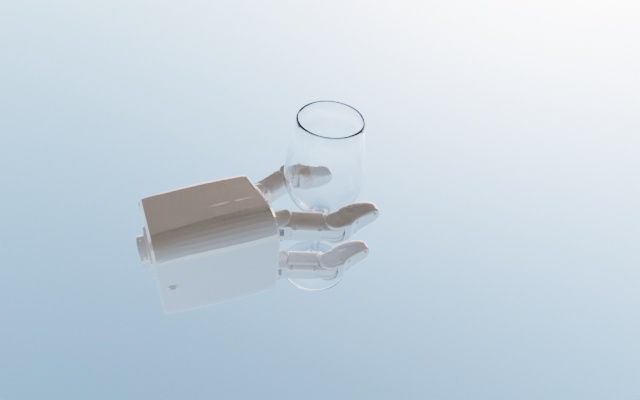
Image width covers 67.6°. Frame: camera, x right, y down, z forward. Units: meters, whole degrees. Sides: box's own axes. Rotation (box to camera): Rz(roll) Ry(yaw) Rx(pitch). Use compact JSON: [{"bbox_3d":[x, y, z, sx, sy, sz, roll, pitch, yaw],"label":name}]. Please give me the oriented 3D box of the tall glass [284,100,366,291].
[{"bbox_3d":[0.000,0.002,0.487,0.079,0.201,0.079,4,42,-4],"label":"tall glass"}]
